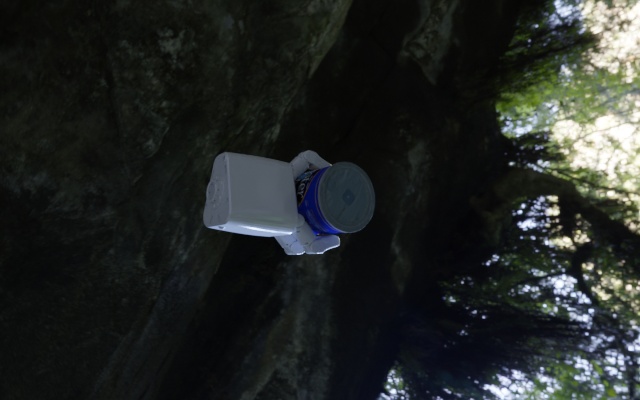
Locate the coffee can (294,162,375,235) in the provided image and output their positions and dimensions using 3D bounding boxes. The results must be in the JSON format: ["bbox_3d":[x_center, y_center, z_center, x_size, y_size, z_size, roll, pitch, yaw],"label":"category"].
[{"bbox_3d":[0.000,0.002,0.739,0.103,0.103,0.140,0,-6,-36],"label":"coffee can"}]
